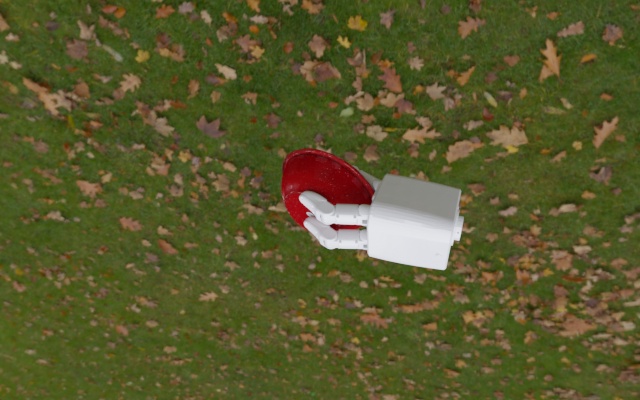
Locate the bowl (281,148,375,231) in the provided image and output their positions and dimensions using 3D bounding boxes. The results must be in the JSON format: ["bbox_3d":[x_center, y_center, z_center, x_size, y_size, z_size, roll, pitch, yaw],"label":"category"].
[{"bbox_3d":[-0.001,0.002,0.701,0.162,0.162,0.055,0,44,42],"label":"bowl"}]
